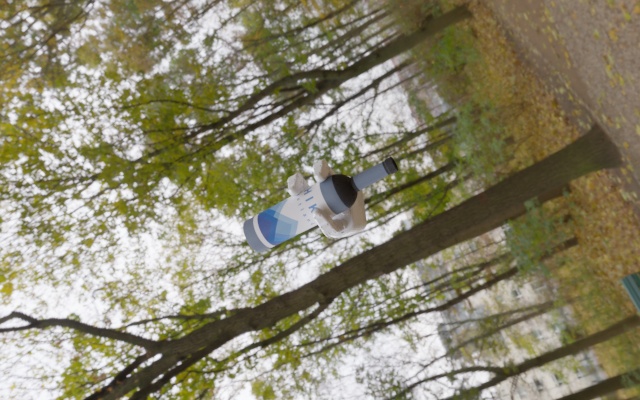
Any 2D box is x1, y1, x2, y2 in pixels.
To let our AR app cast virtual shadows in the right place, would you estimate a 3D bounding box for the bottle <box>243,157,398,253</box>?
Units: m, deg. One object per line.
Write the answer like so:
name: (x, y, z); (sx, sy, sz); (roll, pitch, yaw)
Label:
bottle: (0.000, 0.003, 0.843); (0.296, 0.069, 0.069); (-27, -9, 18)
